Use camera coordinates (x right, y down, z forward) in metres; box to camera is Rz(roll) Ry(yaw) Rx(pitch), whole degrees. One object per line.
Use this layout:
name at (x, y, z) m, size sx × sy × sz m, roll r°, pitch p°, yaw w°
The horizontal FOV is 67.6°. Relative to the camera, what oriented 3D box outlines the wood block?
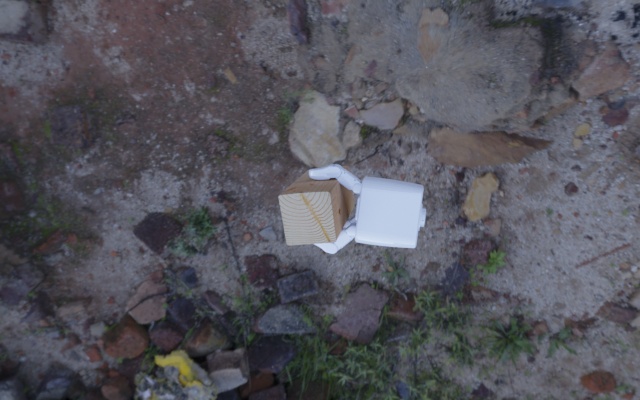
wood block at (0.000, 0.003, 0.883) m, size 0.090 × 0.091 × 0.206 m, roll -4°, pitch 14°, yaw 14°
